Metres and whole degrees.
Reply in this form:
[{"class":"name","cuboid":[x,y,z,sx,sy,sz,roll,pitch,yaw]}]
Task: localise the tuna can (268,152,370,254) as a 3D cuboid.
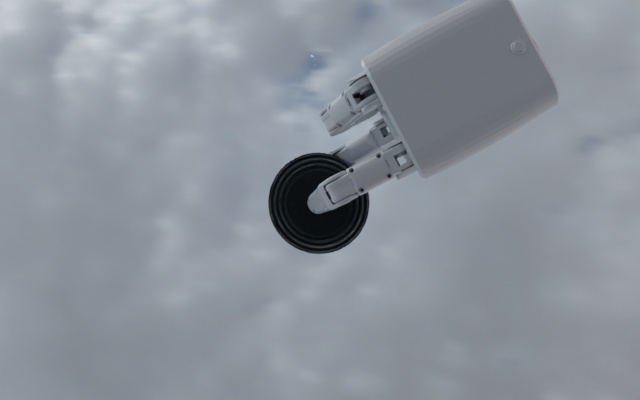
[{"class":"tuna can","cuboid":[0.000,0.001,0.416,0.086,0.086,0.034,0,5,8]}]
